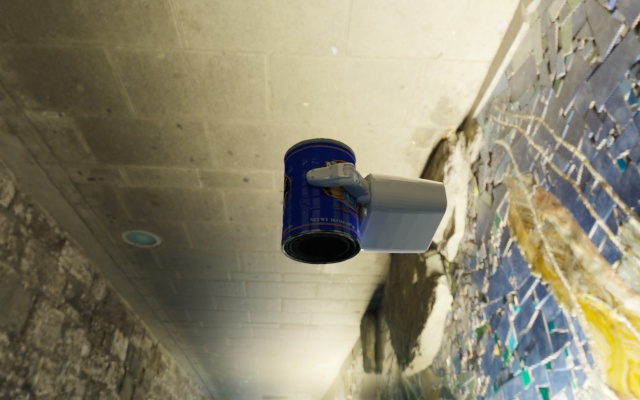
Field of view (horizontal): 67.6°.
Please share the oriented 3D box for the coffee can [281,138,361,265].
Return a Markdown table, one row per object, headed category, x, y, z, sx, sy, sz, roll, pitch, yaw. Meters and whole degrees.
| category | x | y | z | sx | sy | sz | roll | pitch | yaw |
| --- | --- | --- | --- | --- | --- | --- | --- | --- | --- |
| coffee can | 0.000 | 0.002 | 0.643 | 0.103 | 0.140 | 0.103 | -1 | -30 | 0 |
